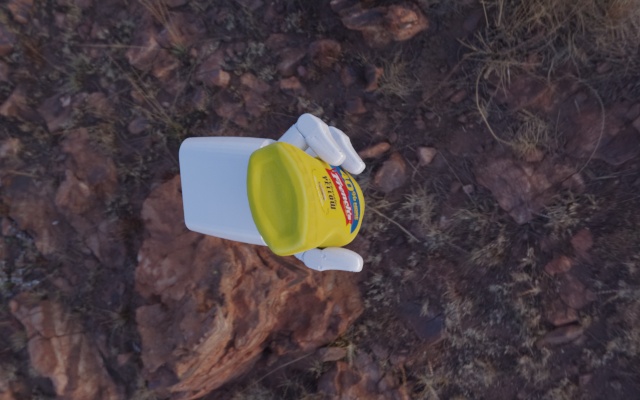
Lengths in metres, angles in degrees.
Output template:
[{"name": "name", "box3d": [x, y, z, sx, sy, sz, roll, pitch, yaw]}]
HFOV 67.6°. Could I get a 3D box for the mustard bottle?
[{"name": "mustard bottle", "box3d": [0.000, 0.002, 0.483, 0.058, 0.096, 0.191, -20, -10, 21]}]
